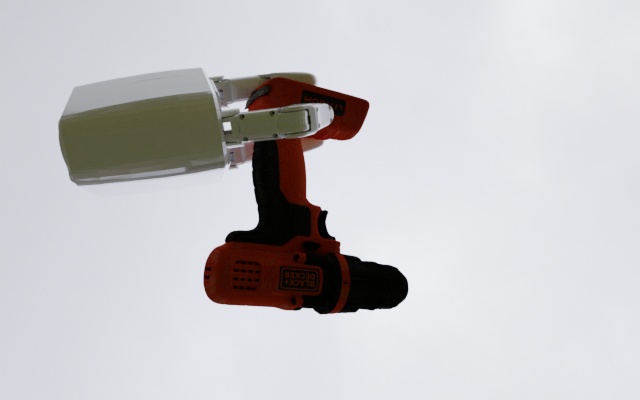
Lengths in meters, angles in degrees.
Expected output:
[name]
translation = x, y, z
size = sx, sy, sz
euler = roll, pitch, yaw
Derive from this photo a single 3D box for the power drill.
[power drill]
translation = 0.000, 0.001, 0.409
size = 0.184, 0.187, 0.057
euler = 9, -14, -28
